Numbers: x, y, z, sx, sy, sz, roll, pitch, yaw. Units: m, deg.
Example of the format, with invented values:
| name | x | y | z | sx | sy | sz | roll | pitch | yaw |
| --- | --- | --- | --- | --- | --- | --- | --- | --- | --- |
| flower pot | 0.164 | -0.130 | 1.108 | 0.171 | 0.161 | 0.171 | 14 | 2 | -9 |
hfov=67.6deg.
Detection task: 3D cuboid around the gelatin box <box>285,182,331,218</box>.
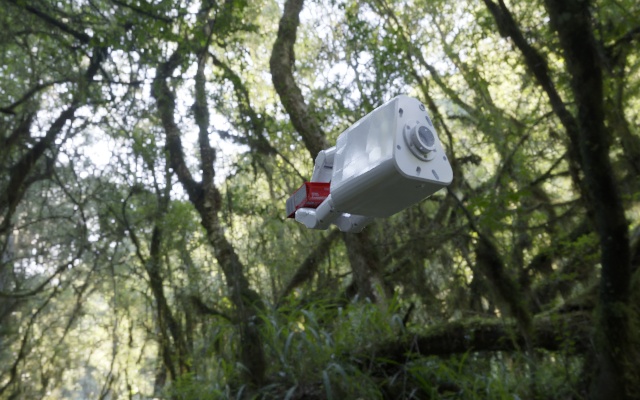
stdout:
| name | x | y | z | sx | sy | sz | roll | pitch | yaw |
| --- | --- | --- | --- | --- | --- | --- | --- | --- | --- |
| gelatin box | 0.000 | 0.002 | 0.656 | 0.073 | 0.030 | 0.089 | 2 | -18 | -23 |
